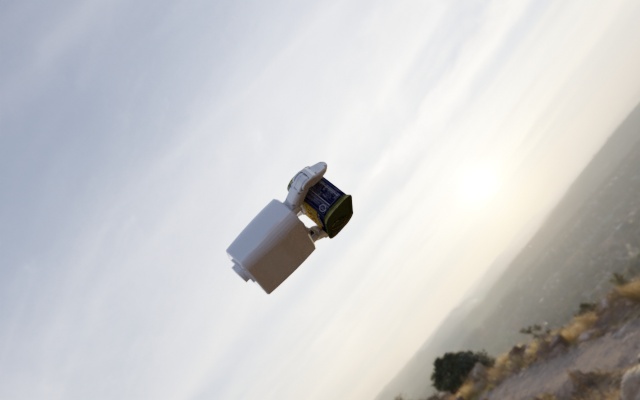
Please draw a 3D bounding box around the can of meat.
[{"bbox_3d":[0.000,0.002,0.733,0.084,0.057,0.102,39,-14,19],"label":"can of meat"}]
